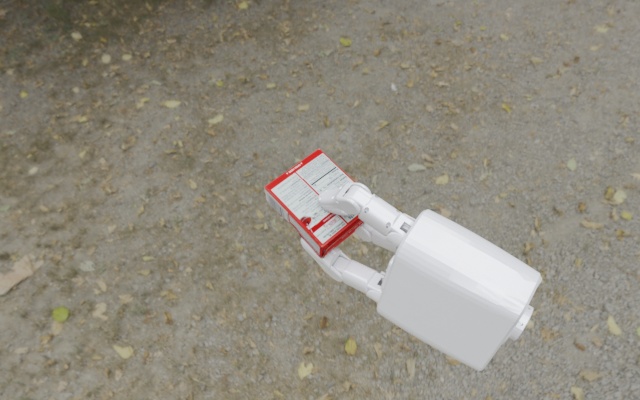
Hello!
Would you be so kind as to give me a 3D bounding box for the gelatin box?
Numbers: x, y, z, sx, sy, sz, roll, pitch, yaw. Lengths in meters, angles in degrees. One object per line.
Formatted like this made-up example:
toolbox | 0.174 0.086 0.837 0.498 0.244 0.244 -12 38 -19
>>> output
gelatin box | 0.000 0.001 0.473 0.073 0.089 0.030 -38 -21 -20
